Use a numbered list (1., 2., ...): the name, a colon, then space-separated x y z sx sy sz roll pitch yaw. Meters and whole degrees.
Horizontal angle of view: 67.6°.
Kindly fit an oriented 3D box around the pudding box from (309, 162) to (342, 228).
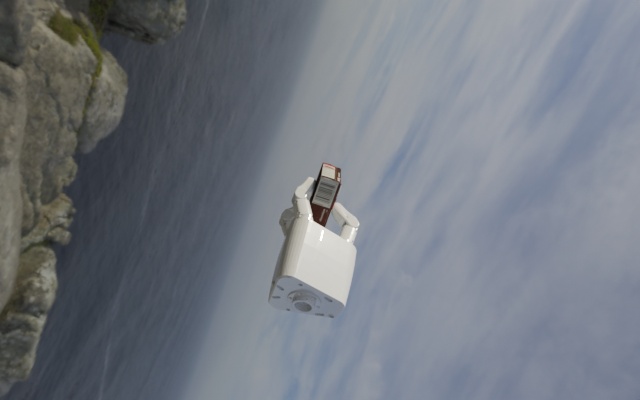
1. pudding box: 0.000 0.003 0.797 0.039 0.113 0.090 20 18 -5
